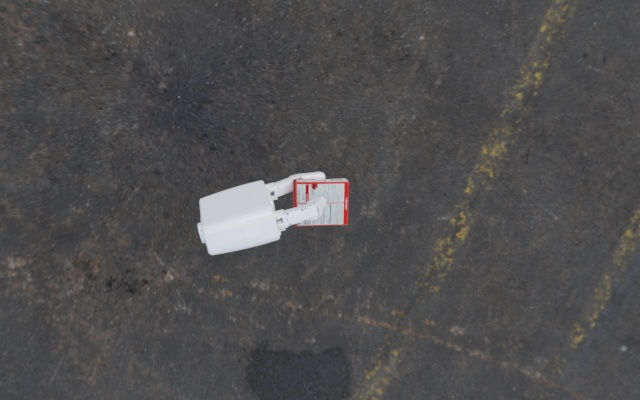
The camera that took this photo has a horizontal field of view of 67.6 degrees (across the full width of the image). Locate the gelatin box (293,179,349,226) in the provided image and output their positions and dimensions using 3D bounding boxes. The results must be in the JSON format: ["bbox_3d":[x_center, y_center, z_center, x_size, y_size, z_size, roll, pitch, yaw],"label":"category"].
[{"bbox_3d":[0.001,0.003,0.774,0.089,0.073,0.030,-1,14,-7],"label":"gelatin box"}]
